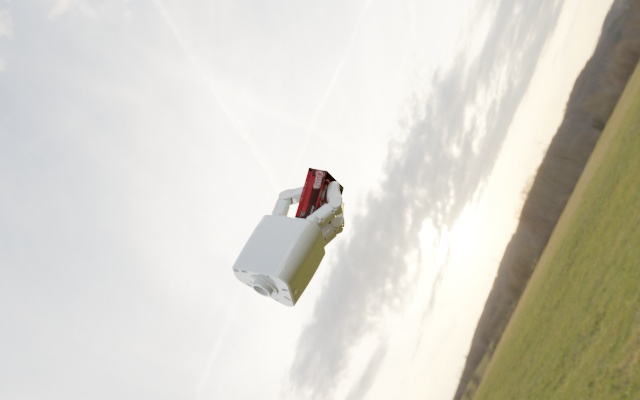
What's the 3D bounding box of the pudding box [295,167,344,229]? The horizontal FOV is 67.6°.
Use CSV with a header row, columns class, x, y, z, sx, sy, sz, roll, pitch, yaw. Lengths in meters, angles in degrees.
class,x,y,z,sx,sy,sz,roll,pitch,yaw
pudding box,0.000,0.003,0.809,0.039,0.090,0.113,14,-8,18
